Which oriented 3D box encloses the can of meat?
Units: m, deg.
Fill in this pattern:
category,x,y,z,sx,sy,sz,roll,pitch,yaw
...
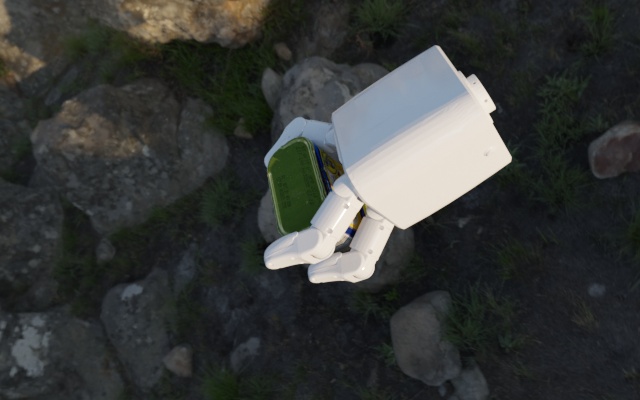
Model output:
category,x,y,z,sx,sy,sz,roll,pitch,yaw
can of meat,0.000,0.001,0.440,0.057,0.102,0.084,-30,-35,21
